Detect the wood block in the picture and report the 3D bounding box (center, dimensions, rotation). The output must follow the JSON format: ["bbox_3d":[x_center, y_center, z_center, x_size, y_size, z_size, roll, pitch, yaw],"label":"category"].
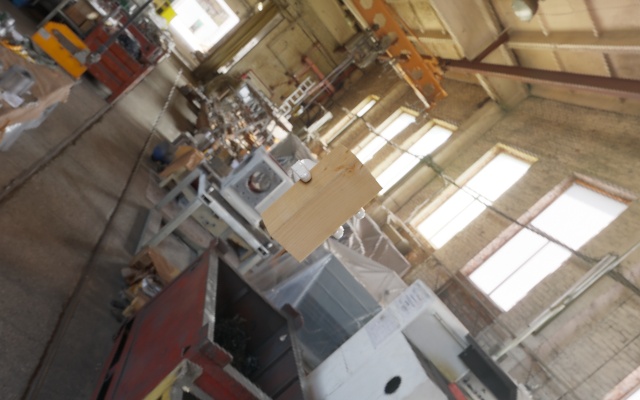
[{"bbox_3d":[0.000,0.002,0.889,0.091,0.206,0.090,46,4,-31],"label":"wood block"}]
